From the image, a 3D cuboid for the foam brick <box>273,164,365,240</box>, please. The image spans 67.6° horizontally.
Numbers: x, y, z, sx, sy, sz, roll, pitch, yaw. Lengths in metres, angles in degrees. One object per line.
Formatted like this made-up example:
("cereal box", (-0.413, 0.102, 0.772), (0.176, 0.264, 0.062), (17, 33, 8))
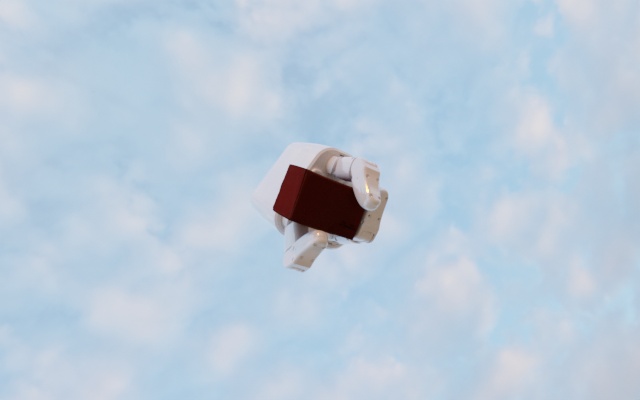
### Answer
("foam brick", (0.000, 0.001, 0.486), (0.078, 0.053, 0.051), (20, 2, -28))
